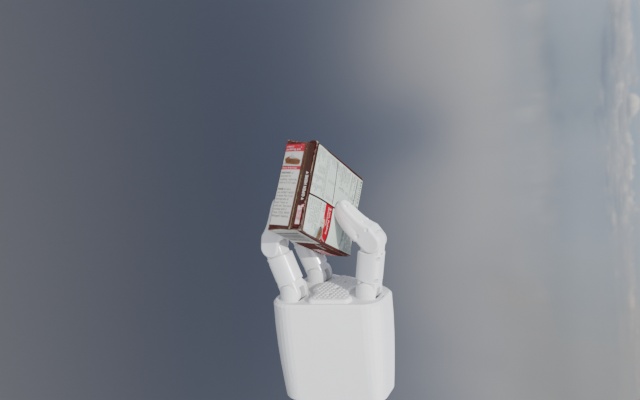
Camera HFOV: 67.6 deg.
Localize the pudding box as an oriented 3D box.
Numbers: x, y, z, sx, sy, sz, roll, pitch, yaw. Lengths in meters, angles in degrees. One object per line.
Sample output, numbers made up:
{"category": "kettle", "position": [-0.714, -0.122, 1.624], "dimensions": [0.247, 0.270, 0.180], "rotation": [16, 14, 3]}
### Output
{"category": "pudding box", "position": [0.000, 0.002, 0.479], "dimensions": [0.039, 0.090, 0.113], "rotation": [2, -16, 28]}
